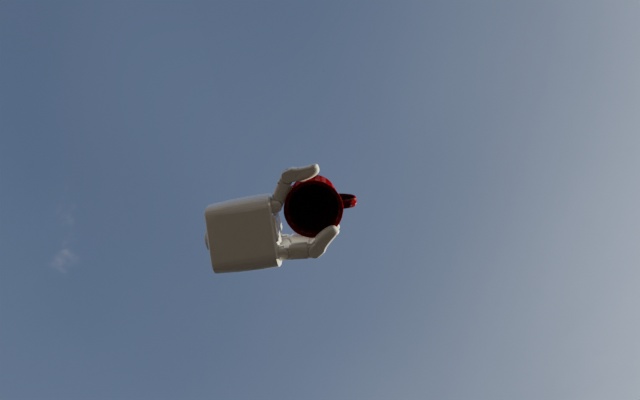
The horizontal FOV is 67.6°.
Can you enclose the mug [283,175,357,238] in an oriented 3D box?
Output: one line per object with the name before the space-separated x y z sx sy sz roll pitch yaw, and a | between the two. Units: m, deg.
mug | 0.002 0.002 0.777 0.117 0.093 0.081 -8 15 1
